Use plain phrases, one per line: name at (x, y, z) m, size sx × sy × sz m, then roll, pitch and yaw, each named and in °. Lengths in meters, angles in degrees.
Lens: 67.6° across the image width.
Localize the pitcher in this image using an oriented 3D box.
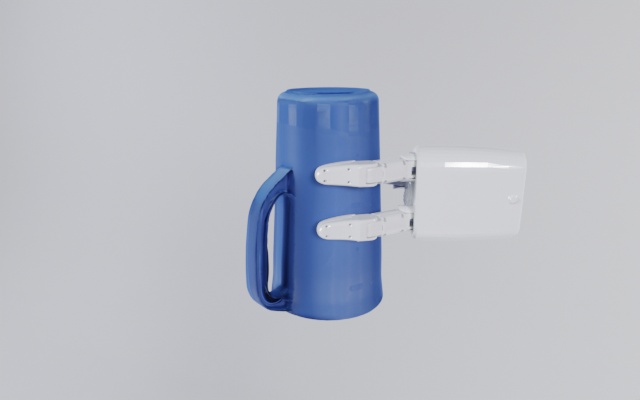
pitcher at (0.000, 0.002, 0.529) m, size 0.145 × 0.243 × 0.149 m, roll 1°, pitch 17°, yaw 5°
